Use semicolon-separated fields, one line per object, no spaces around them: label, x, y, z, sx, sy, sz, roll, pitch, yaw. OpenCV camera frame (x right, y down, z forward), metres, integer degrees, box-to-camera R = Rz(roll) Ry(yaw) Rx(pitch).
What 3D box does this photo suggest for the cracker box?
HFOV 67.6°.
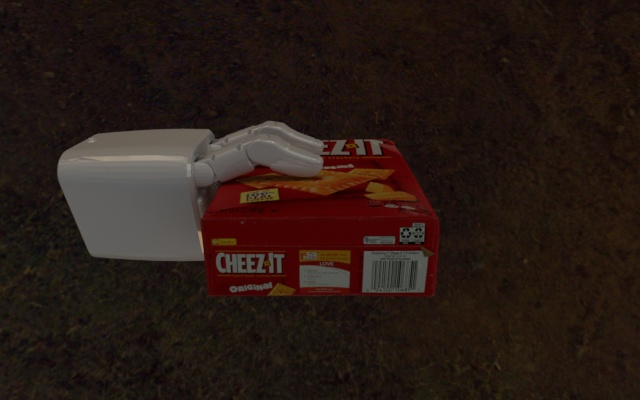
cracker box;0.000;0.002;0.424;0.164;0.072;0.213;0;21;0
